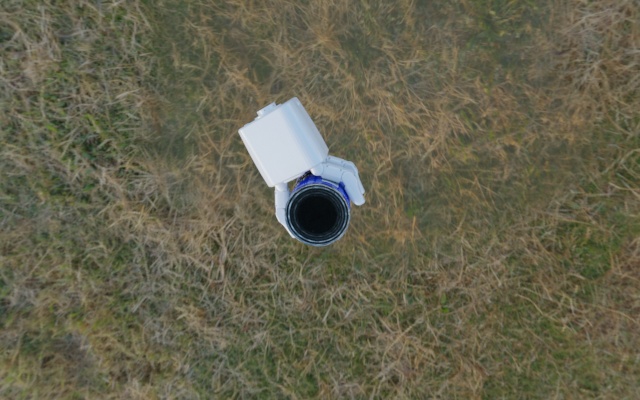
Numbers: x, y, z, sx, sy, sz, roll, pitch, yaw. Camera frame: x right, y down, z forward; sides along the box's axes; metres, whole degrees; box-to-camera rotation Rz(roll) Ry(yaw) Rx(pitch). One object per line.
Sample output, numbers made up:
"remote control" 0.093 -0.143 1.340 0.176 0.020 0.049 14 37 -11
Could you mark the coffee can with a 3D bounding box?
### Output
"coffee can" 0.000 0.003 0.798 0.103 0.103 0.140 0 17 4
